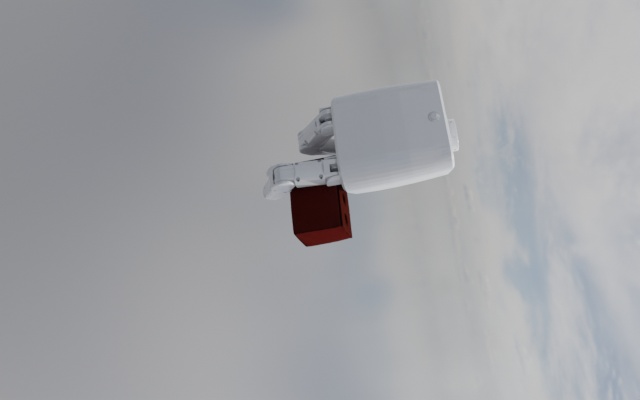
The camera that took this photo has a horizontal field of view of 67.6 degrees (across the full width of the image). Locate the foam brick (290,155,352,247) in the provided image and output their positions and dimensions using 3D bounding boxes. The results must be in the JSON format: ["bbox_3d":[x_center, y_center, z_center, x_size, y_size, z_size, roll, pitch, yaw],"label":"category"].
[{"bbox_3d":[0.000,0.002,0.492,0.051,0.078,0.053,-9,-19,10],"label":"foam brick"}]
